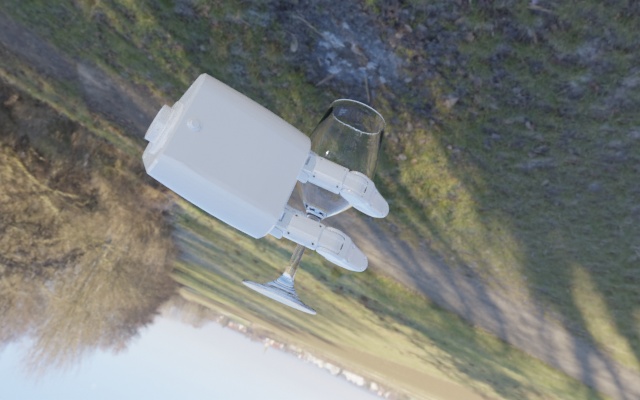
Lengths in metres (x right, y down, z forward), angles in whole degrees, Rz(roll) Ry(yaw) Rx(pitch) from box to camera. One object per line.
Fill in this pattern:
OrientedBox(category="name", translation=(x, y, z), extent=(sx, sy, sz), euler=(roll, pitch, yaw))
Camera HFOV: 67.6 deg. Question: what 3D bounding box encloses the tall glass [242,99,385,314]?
OrientedBox(category="tall glass", translation=(0.000, 0.002, 0.464), extent=(0.079, 0.201, 0.079), euler=(22, -16, 7))
